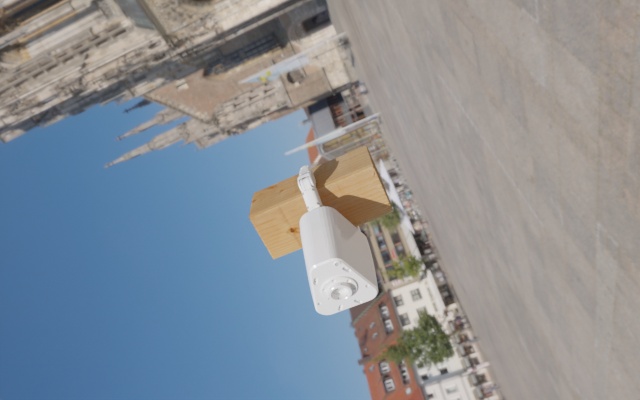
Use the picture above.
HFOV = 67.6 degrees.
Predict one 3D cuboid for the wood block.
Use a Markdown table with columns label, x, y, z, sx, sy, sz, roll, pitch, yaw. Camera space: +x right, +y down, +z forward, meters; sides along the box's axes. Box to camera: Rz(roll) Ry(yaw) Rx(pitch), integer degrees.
| label | x | y | z | sx | sy | sz | roll | pitch | yaw |
| --- | --- | --- | --- | --- | --- | --- | --- | --- | --- |
| wood block | 0.000 | 0.003 | 0.769 | 0.206 | 0.091 | 0.090 | -22 | 25 | 9 |
